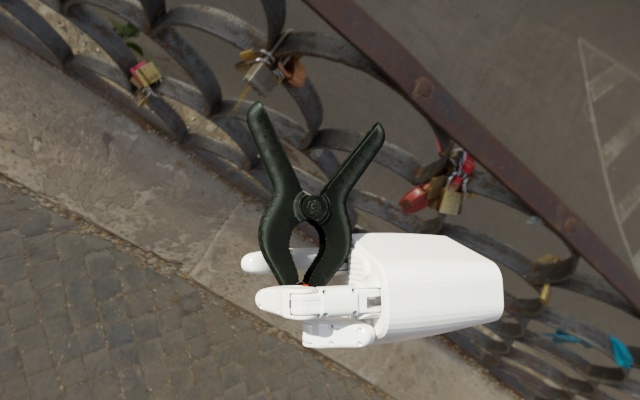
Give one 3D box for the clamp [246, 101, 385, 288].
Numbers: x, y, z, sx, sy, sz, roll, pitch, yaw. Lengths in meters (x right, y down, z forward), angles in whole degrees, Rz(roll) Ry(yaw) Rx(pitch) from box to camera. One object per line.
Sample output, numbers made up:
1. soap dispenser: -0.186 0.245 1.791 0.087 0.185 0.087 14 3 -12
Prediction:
1. clamp: 0.000 0.001 0.404 0.120 0.171 0.039 -2 -3 -7
